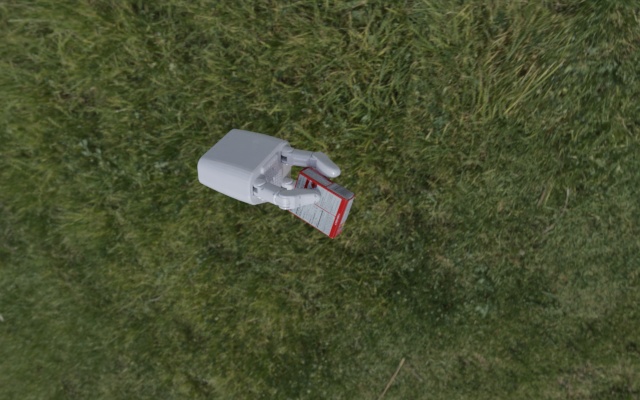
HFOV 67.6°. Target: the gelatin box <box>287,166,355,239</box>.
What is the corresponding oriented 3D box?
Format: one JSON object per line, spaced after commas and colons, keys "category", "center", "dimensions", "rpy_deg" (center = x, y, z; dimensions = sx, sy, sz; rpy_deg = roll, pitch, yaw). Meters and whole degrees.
{"category": "gelatin box", "center": [0.000, 0.003, 0.711], "dimensions": [0.089, 0.073, 0.030], "rpy_deg": [32, 35, 20]}
